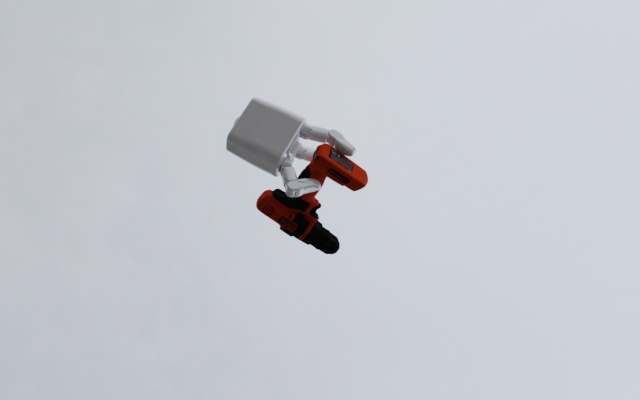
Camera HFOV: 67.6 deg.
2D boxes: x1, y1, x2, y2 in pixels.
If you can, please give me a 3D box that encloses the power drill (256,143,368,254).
[{"bbox_3d":[0.000,0.002,0.869,0.184,0.188,0.057,34,30,-15],"label":"power drill"}]
